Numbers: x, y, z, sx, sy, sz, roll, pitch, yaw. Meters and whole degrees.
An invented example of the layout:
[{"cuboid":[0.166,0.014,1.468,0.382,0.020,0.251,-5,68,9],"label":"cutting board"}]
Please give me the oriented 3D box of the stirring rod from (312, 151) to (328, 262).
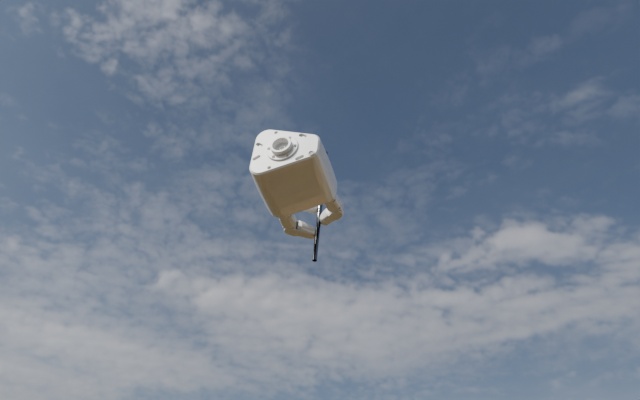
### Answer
[{"cuboid":[0.000,0.003,0.854,0.011,0.239,0.011,4,-37,3],"label":"stirring rod"}]
